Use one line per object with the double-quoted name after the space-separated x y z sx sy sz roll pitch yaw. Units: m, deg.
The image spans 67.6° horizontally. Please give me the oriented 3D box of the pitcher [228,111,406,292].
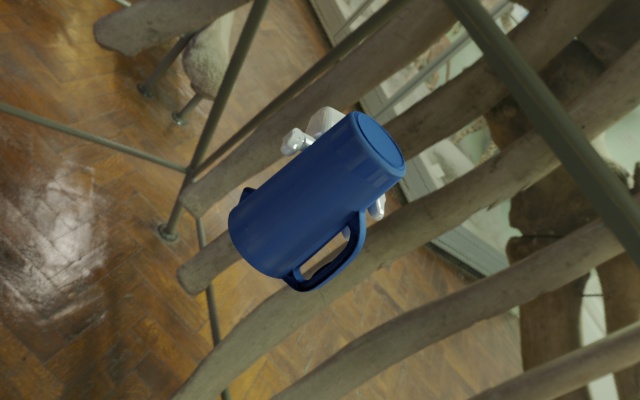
0.000 0.002 0.656 0.243 0.149 0.145 -40 23 27 "pitcher"
